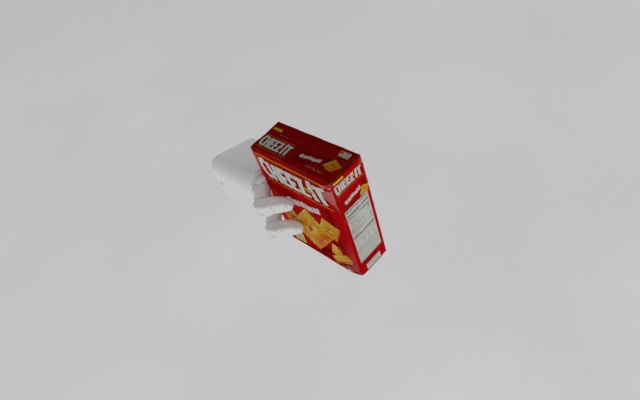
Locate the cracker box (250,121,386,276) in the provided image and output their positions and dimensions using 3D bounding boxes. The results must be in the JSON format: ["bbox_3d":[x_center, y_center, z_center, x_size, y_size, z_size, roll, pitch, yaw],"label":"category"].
[{"bbox_3d":[0.000,0.002,0.723,0.164,0.072,0.214,27,-28,37],"label":"cracker box"}]
